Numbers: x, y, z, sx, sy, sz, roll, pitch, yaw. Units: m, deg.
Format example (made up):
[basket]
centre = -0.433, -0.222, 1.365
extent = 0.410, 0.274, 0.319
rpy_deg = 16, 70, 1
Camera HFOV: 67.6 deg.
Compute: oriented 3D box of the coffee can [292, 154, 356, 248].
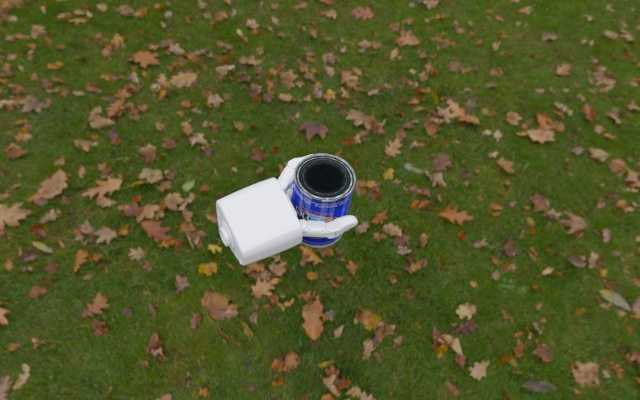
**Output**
[coffee can]
centre = 0.000, 0.003, 0.834
extent = 0.103, 0.102, 0.140
rpy_deg = 0, -37, -7
